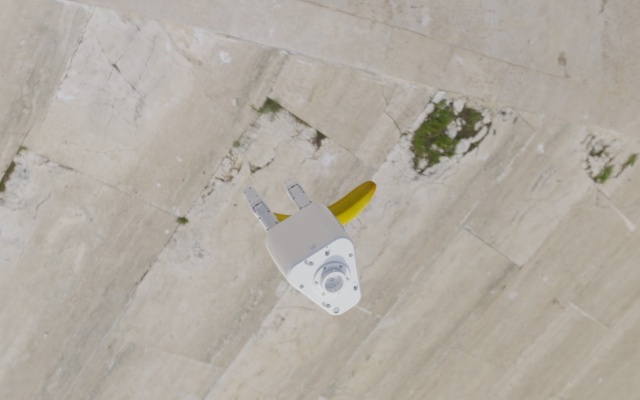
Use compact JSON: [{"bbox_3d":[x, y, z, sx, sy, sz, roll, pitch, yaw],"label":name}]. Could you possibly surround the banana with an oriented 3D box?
[{"bbox_3d":[-0.001,0.020,0.738,0.198,0.070,0.037,-12,21,-14],"label":"banana"}]
